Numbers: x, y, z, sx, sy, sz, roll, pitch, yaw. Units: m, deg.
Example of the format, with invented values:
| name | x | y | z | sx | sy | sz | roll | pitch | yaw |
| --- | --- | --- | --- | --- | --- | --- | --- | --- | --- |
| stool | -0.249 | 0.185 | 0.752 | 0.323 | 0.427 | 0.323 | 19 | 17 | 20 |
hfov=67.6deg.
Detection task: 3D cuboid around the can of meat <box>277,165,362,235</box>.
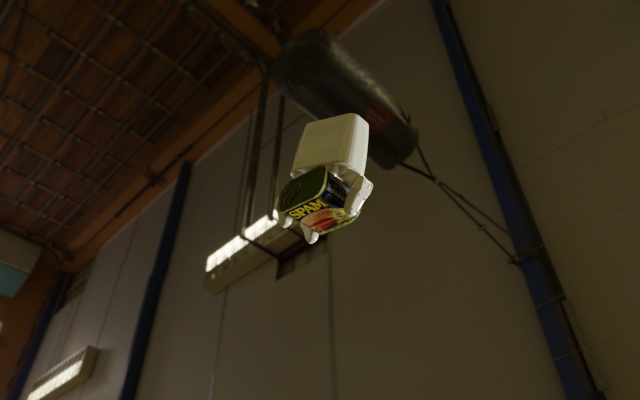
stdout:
| name | x | y | z | sx | sy | sz | roll | pitch | yaw |
| --- | --- | --- | --- | --- | --- | --- | --- | --- | --- |
| can of meat | 0.000 | 0.003 | 0.720 | 0.084 | 0.057 | 0.102 | 34 | -41 | -32 |
